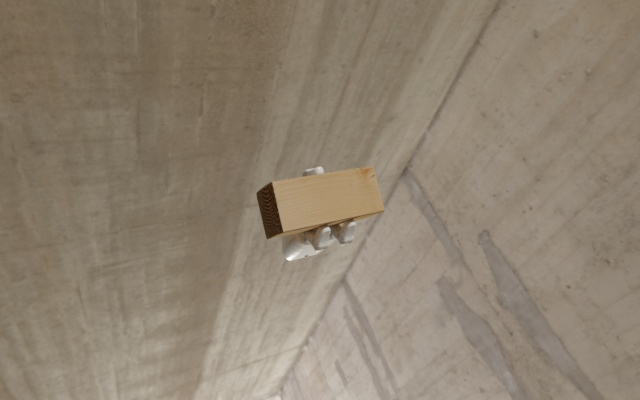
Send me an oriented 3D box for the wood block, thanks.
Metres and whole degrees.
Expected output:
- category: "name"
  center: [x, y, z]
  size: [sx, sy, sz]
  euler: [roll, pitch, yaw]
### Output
- category: "wood block"
  center: [0.000, 0.003, 0.877]
  size: [0.206, 0.091, 0.090]
  euler: [-11, -7, -27]
